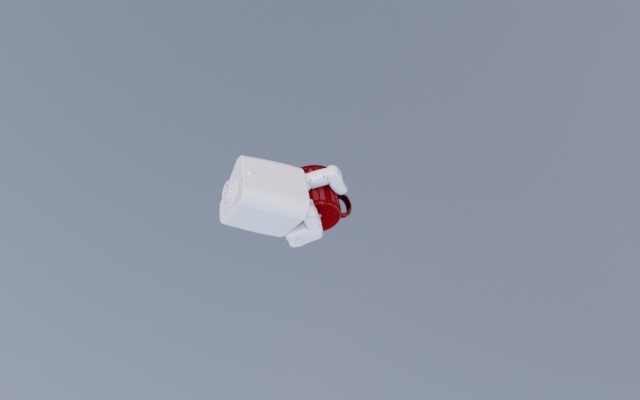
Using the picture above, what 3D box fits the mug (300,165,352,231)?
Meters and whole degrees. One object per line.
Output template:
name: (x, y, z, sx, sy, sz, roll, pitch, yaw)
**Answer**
mug: (0.001, 0.003, 0.816, 0.117, 0.081, 0.093, 13, -47, -26)
